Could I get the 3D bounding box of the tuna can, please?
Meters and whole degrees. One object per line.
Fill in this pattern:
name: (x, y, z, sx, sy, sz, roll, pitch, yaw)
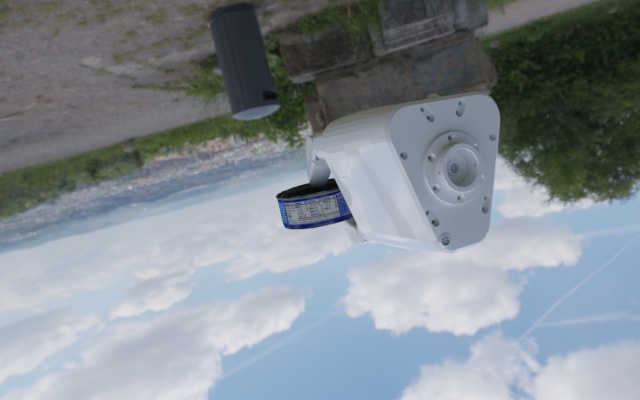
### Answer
tuna can: (0.000, 0.002, 0.484, 0.086, 0.034, 0.086, -12, 10, 2)
